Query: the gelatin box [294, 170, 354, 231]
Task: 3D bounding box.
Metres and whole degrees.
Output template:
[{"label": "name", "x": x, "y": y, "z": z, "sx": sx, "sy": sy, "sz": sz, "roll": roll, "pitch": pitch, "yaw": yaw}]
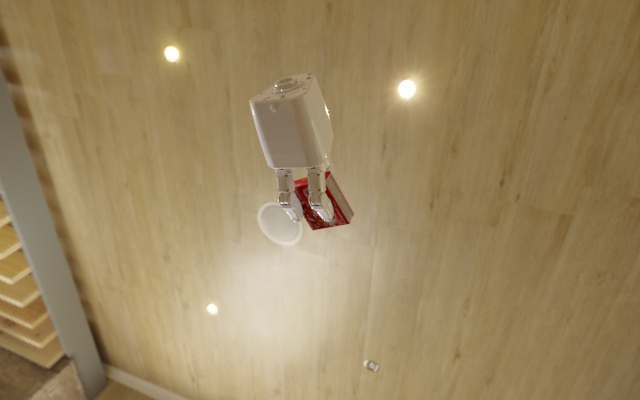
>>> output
[{"label": "gelatin box", "x": 0.000, "y": 0.002, "z": 0.753, "sx": 0.073, "sy": 0.089, "sz": 0.030, "roll": -13, "pitch": 31, "yaw": 34}]
